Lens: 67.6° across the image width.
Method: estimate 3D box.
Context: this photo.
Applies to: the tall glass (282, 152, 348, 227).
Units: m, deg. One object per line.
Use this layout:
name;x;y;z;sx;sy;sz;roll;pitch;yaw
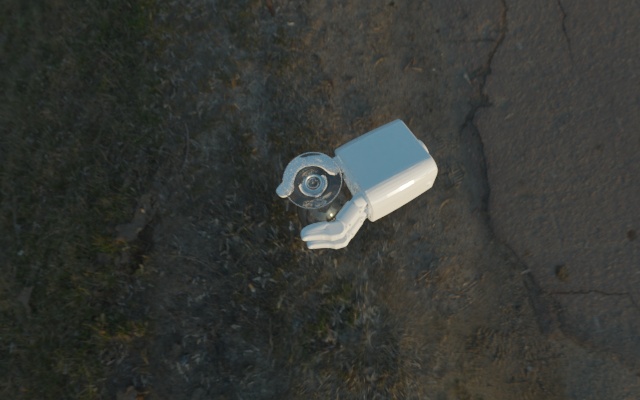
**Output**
tall glass;0.000;0.002;0.679;0.079;0.079;0.201;0;-16;6
